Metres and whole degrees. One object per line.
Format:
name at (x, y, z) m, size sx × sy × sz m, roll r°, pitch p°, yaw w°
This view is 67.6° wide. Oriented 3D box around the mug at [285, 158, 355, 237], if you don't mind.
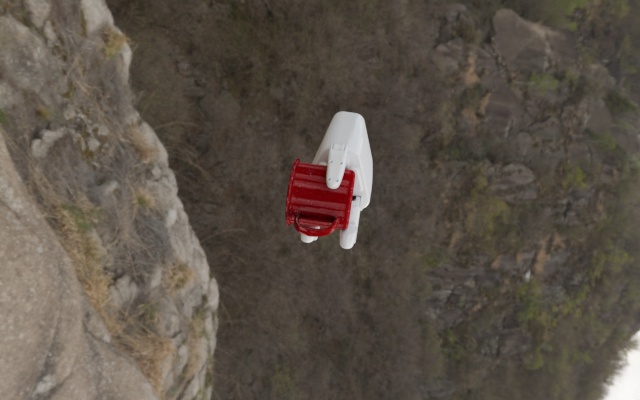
mug at (0.000, 0.003, 0.632) m, size 0.081 × 0.093 × 0.117 m, roll 8°, pitch 42°, yaw 5°
